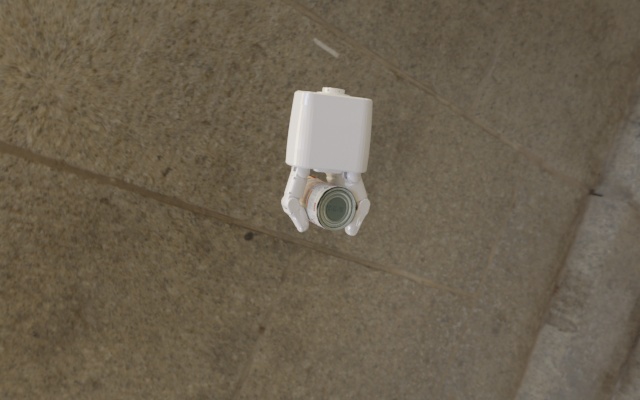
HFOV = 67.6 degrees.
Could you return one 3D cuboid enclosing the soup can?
[{"bbox_3d":[0.000,0.003,0.726,0.068,0.068,0.102,0,12,-30],"label":"soup can"}]
